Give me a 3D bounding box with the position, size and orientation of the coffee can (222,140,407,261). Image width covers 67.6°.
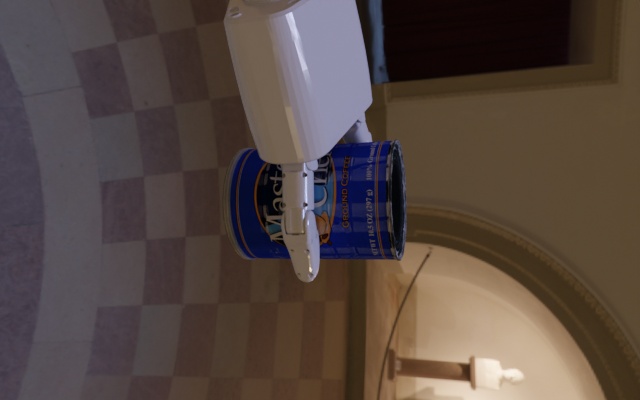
[{"bbox_3d":[0.000,0.002,0.422,0.140,0.103,0.103,-1,-1,16],"label":"coffee can"}]
